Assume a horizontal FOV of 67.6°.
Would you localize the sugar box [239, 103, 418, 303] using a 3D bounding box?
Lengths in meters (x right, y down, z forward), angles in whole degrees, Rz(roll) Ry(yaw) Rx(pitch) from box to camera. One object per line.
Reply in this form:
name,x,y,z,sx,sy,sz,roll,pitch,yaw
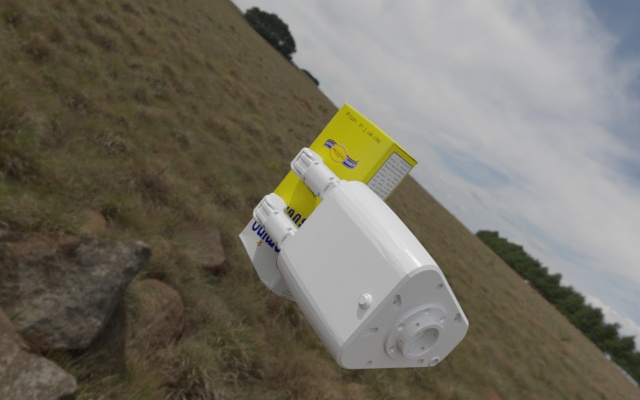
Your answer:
sugar box,0.000,0.001,0.457,0.048,0.176,0.093,34,11,-41
